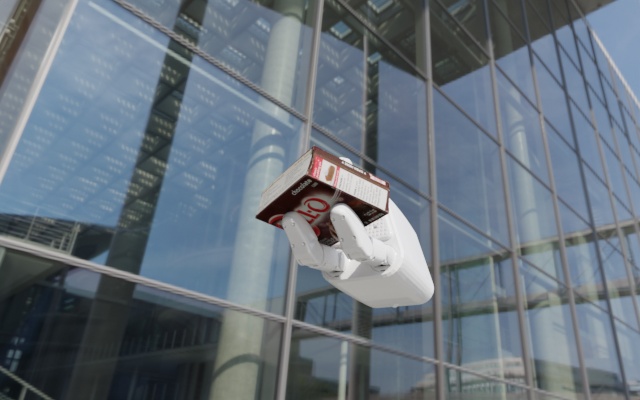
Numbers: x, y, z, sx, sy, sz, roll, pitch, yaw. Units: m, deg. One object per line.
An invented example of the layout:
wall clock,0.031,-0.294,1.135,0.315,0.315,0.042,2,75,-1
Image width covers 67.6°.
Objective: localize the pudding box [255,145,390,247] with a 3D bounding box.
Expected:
pudding box,0.000,0.001,0.471,0.090,0.039,0.113,23,-35,-22
